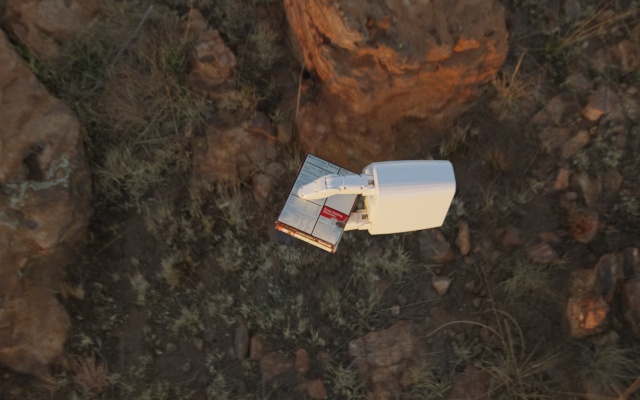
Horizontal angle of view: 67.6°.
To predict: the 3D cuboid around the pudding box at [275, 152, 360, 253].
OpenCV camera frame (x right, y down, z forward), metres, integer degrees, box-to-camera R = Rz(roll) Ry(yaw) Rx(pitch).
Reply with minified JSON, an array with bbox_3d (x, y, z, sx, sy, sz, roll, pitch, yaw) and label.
[{"bbox_3d":[0.000,0.002,0.655,0.090,0.113,0.039,23,-19,4],"label":"pudding box"}]
